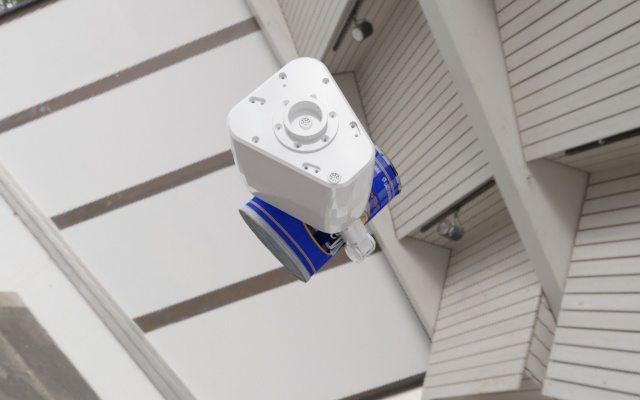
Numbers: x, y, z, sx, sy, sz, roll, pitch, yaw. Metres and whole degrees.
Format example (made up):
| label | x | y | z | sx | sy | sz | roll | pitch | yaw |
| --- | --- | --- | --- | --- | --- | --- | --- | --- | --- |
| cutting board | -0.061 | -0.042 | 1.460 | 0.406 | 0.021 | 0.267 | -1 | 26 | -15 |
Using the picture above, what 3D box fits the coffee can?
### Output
| label | x | y | z | sx | sy | sz | roll | pitch | yaw |
| --- | --- | --- | --- | --- | --- | --- | --- | --- | --- |
| coffee can | 0.000 | 0.002 | 0.504 | 0.140 | 0.103 | 0.103 | -42 | 12 | -14 |
